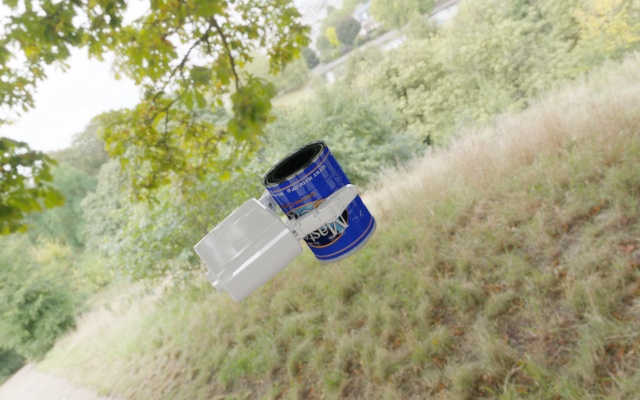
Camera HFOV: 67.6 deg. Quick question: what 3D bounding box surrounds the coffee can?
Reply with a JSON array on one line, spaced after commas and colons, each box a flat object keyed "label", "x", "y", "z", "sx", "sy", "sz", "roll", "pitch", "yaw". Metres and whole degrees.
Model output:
[{"label": "coffee can", "x": 0.000, "y": 0.002, "z": 0.665, "sx": 0.103, "sy": 0.140, "sz": 0.102, "roll": -30, "pitch": 21, "yaw": 13}]
